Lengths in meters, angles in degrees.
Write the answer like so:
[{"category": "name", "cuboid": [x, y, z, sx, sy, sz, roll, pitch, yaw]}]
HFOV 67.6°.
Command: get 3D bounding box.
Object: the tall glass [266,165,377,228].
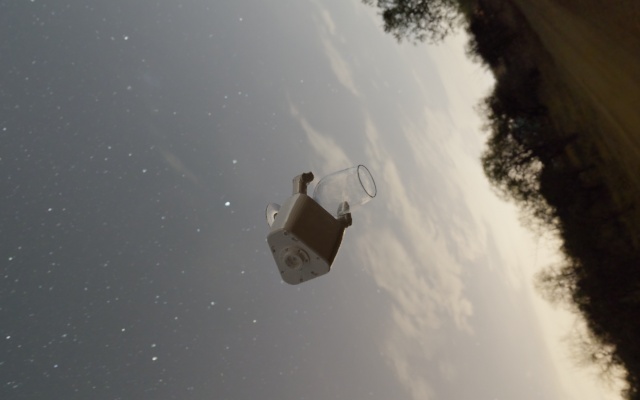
[{"category": "tall glass", "cuboid": [0.000, 0.003, 0.868, 0.201, 0.079, 0.079, -25, -12, 26]}]
